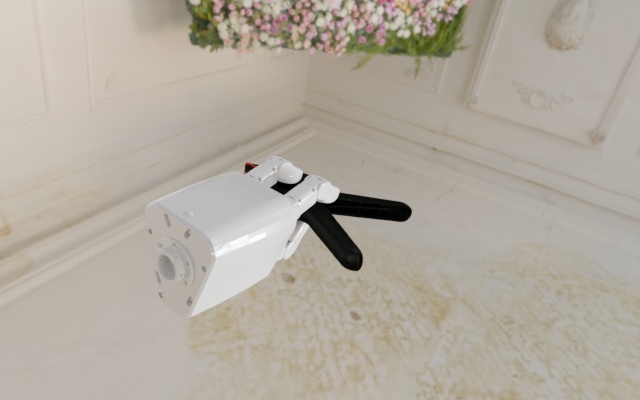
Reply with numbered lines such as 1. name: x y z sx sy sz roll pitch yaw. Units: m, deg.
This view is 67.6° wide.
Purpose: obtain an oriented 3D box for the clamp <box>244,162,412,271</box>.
1. clamp: -0.001 0.002 0.574 0.210 0.036 0.164 28 28 27
